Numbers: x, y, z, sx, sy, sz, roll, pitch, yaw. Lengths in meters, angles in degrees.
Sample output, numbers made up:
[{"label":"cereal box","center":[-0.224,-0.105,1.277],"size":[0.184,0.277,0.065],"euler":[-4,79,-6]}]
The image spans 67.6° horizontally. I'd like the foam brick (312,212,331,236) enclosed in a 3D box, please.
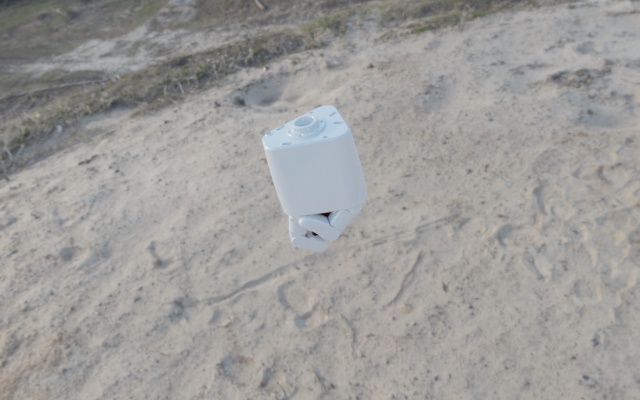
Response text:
[{"label":"foam brick","center":[0.000,0.002,0.688],"size":[0.053,0.051,0.078],"euler":[-20,37,-3]}]
